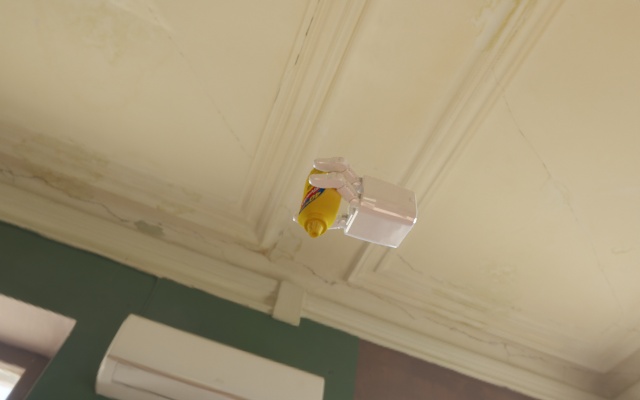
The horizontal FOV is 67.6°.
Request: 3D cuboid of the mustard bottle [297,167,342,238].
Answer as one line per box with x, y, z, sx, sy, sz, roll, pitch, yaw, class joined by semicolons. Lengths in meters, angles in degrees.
0.000;0.003;0.867;0.096;0.058;0.191;-41;21;29;mustard bottle
